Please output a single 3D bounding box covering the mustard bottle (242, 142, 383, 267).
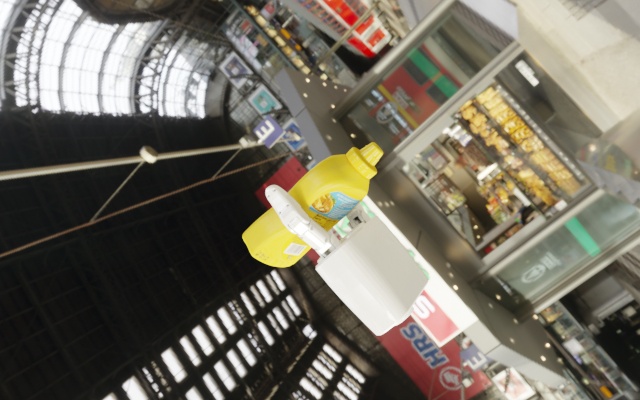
[{"bbox_3d":[0.000,0.002,0.577,0.192,0.058,0.096,-43,-31,17],"label":"mustard bottle"}]
